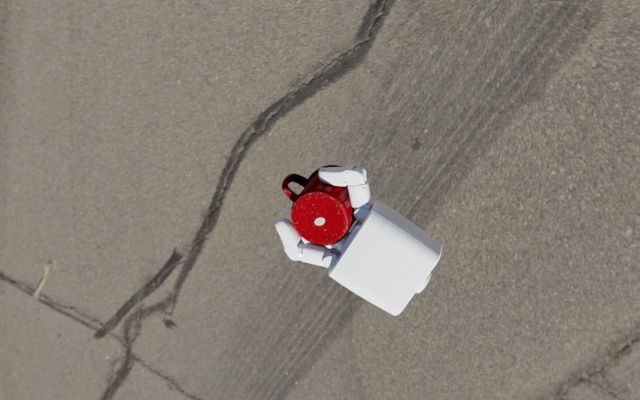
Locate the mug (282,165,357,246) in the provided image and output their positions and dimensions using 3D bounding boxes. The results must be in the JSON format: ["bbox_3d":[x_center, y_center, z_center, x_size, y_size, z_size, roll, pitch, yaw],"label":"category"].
[{"bbox_3d":[-0.001,0.001,0.647,0.117,0.093,0.081,34,30,2],"label":"mug"}]
